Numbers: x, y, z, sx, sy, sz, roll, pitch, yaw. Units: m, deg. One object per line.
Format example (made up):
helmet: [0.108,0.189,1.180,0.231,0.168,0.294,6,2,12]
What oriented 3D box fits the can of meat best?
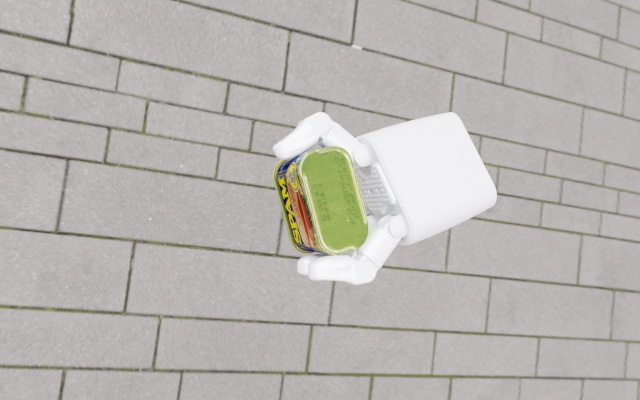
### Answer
can of meat: [0.000,0.001,0.458,0.057,0.102,0.084,-17,4,-20]
